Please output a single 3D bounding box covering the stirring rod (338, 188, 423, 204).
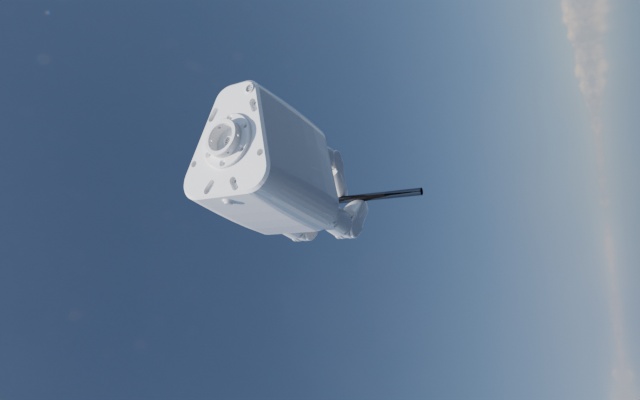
[{"bbox_3d":[0.000,0.002,0.547,0.239,0.011,0.011,-6,-3,31],"label":"stirring rod"}]
